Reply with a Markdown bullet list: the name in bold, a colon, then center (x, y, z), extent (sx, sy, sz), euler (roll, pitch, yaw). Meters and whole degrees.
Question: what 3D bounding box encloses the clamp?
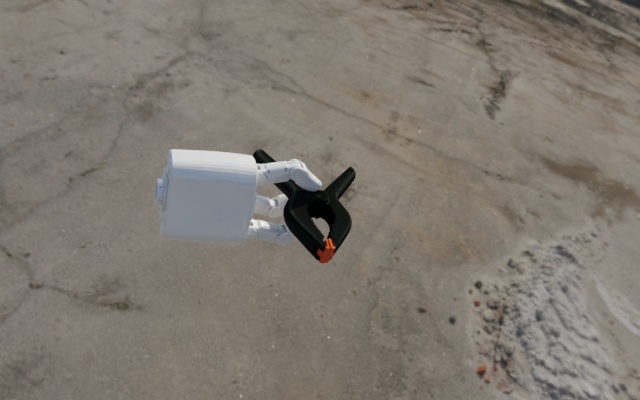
- **clamp**: center (0.000, 0.002, 0.669), extent (0.164, 0.036, 0.209), euler (4, 39, -24)
